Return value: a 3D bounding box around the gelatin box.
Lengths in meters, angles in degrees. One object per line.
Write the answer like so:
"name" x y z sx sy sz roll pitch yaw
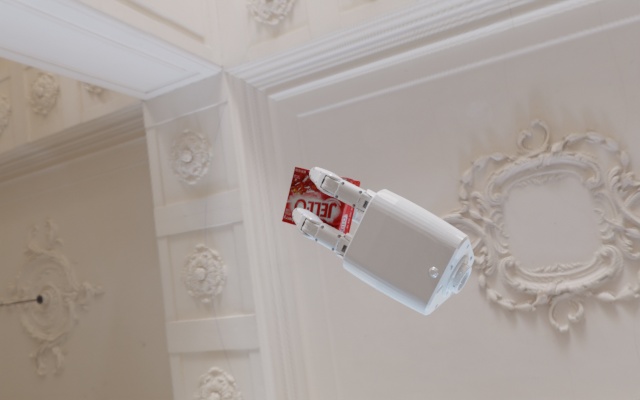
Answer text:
"gelatin box" 0.000 0.002 0.595 0.089 0.073 0.030 15 2 35
